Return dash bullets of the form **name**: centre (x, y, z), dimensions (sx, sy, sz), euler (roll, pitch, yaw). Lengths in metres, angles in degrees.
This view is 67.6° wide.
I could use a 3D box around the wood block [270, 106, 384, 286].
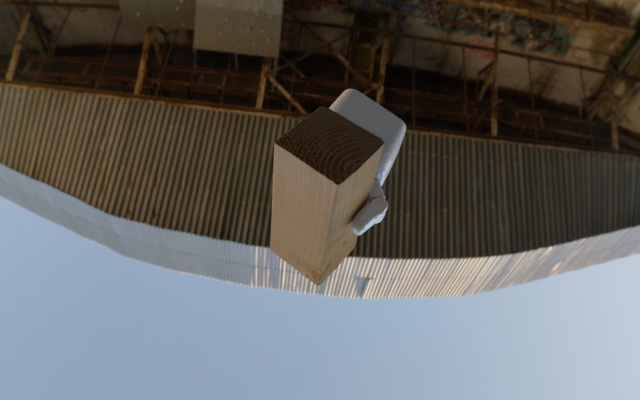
- **wood block**: centre (0.001, 0.002, 0.593), dimensions (0.091, 0.206, 0.090), euler (34, 54, 19)
